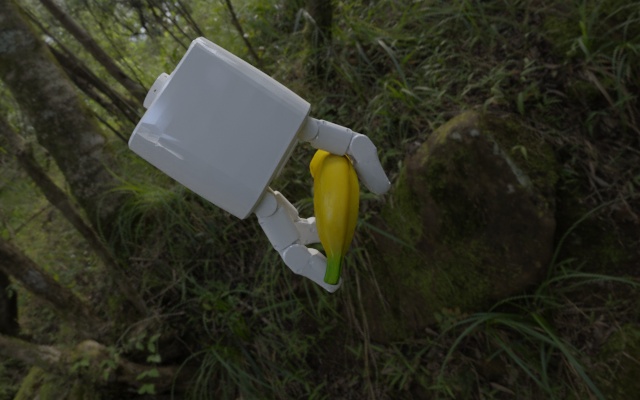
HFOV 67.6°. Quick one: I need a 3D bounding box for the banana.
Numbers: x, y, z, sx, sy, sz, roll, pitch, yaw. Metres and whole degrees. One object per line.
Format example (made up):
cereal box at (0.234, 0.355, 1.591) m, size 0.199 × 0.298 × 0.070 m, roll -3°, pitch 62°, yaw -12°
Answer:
banana at (0.007, -0.012, 0.434) m, size 0.037 × 0.070 × 0.197 m, roll 20°, pitch 27°, yaw -12°
